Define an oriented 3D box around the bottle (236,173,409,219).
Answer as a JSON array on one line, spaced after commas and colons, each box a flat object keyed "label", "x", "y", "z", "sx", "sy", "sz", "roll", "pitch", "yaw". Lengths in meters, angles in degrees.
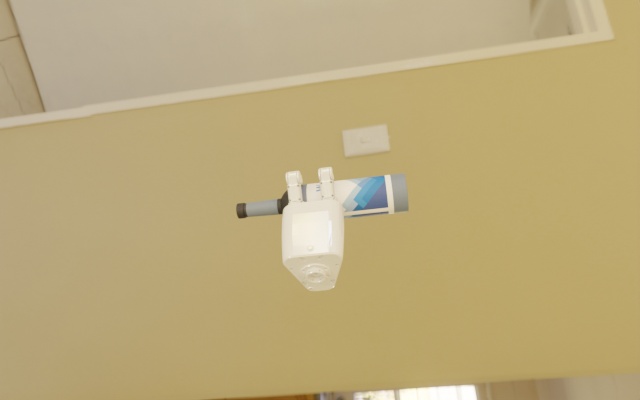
[{"label": "bottle", "x": 0.000, "y": 0.003, "z": 0.827, "sx": 0.296, "sy": 0.069, "sz": 0.069, "roll": -6, "pitch": -1, "yaw": 6}]
